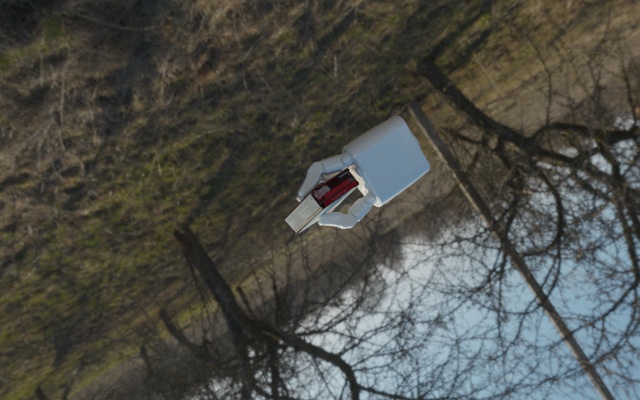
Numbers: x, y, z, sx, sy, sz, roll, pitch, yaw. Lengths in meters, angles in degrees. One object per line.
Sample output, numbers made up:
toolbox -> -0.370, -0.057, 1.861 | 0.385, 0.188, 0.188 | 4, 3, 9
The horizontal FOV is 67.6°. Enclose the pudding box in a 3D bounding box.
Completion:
pudding box -> 0.000, 0.003, 0.774 | 0.090, 0.039, 0.113 | -33, -8, -36
